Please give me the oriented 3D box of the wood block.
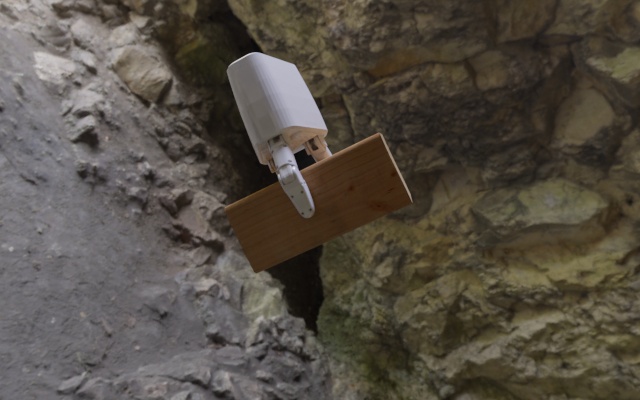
[{"bbox_3d":[0.000,0.002,0.595,0.206,0.090,0.091,-25,2,11],"label":"wood block"}]
